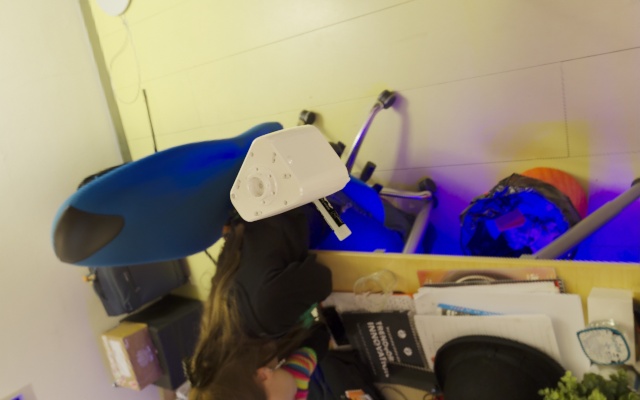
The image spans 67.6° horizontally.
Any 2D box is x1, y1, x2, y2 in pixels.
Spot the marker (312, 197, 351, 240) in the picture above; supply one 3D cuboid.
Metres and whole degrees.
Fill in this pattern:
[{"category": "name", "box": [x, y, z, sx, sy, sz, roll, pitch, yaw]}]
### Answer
[{"category": "marker", "box": [0.000, 0.002, 0.669, 0.020, 0.121, 0.020, -35, -8, -6]}]
